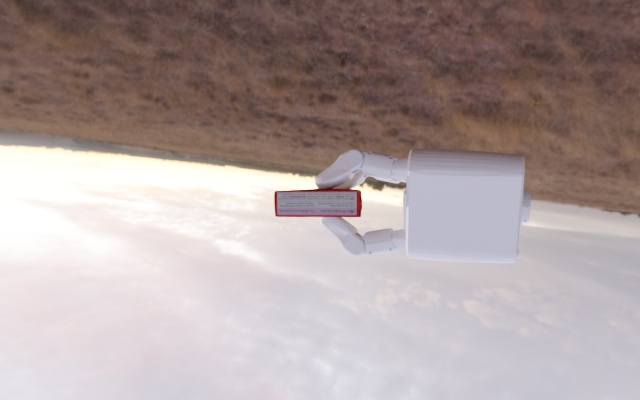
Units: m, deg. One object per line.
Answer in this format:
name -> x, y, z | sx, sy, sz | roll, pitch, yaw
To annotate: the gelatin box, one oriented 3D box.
gelatin box -> 0.000, 0.002, 0.511 | 0.089, 0.030, 0.073 | -1, 1, 5
